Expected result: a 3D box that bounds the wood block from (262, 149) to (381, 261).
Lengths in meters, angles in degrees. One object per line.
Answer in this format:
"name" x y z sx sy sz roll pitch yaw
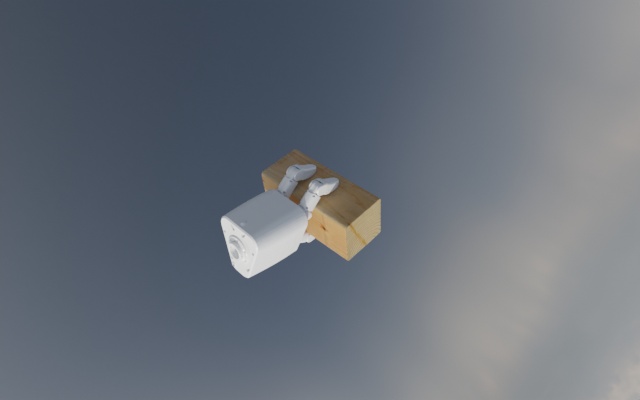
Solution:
"wood block" 0.000 0.003 0.856 0.206 0.091 0.090 33 58 32
